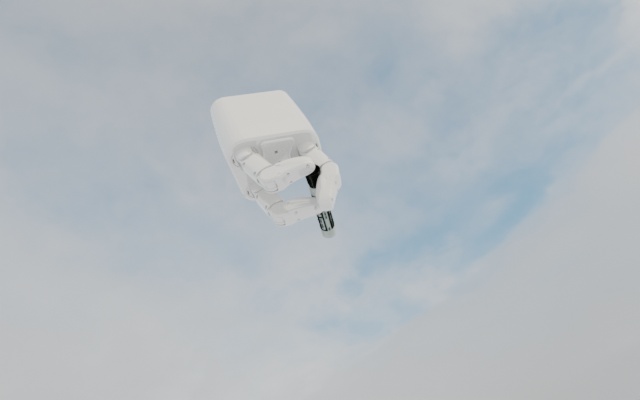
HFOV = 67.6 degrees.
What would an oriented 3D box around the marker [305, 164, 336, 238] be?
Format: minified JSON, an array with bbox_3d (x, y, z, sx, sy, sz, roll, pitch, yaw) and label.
[{"bbox_3d":[0.000,0.002,0.566,0.020,0.020,0.121,0,-41,14],"label":"marker"}]
